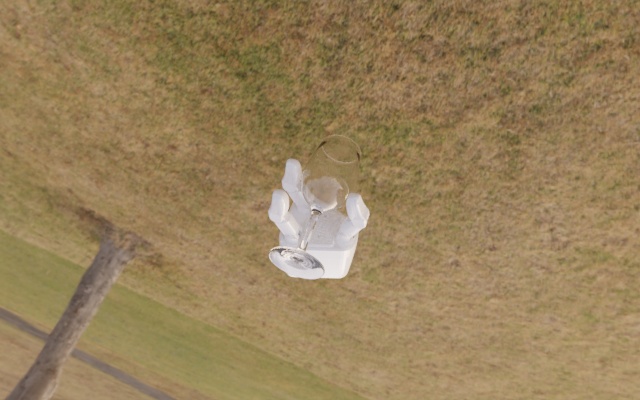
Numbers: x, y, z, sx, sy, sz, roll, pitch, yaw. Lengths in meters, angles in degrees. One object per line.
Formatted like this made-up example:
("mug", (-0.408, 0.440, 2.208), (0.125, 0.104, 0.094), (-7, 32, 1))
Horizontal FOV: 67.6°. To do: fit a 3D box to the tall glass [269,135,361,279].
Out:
("tall glass", (0.000, 0.003, 0.652), (0.079, 0.201, 0.079), (15, -33, 10))
